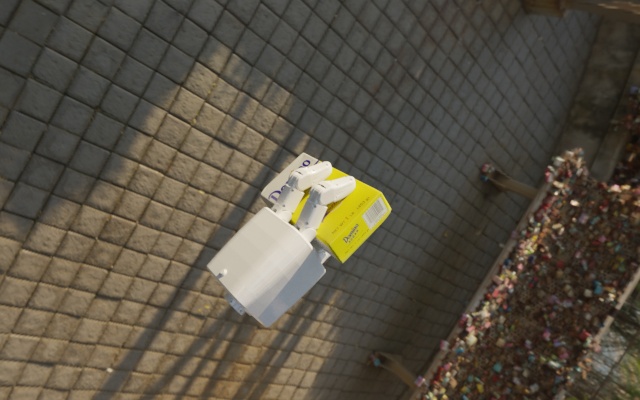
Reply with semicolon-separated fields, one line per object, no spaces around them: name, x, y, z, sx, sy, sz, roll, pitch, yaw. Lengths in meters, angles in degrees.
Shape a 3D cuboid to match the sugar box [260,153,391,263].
sugar box;0.000;0.002;0.630;0.176;0.093;0.048;32;-19;46
